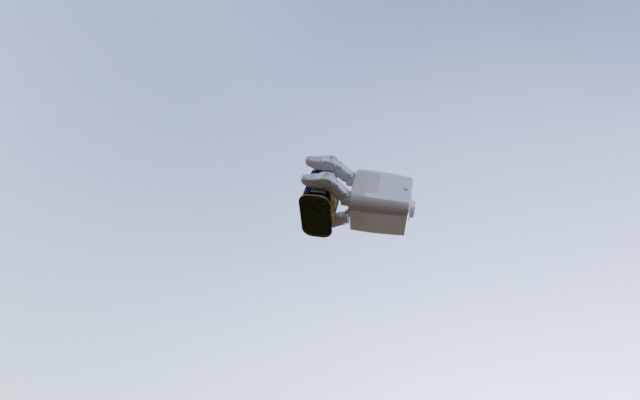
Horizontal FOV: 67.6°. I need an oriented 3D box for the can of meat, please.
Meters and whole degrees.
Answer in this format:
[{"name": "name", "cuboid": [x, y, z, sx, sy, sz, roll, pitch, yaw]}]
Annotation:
[{"name": "can of meat", "cuboid": [0.000, 0.003, 0.883, 0.057, 0.102, 0.084, 6, 42, 12]}]
